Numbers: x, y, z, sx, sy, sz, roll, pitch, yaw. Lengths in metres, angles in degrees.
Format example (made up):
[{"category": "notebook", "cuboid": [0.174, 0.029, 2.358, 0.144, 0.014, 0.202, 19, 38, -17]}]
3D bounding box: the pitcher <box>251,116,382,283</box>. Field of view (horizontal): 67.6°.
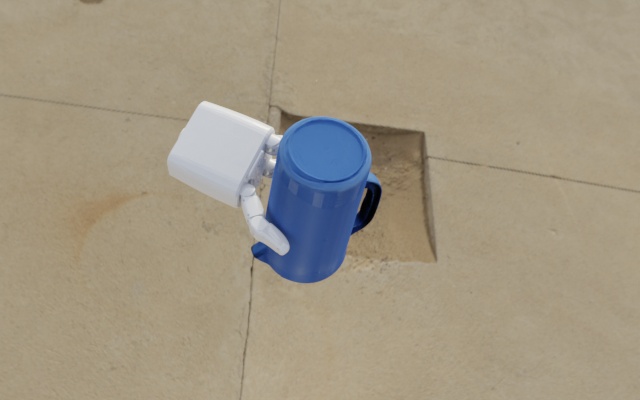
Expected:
[{"category": "pitcher", "cuboid": [0.000, 0.002, 0.639, 0.145, 0.149, 0.243, 26, -32, 6]}]
